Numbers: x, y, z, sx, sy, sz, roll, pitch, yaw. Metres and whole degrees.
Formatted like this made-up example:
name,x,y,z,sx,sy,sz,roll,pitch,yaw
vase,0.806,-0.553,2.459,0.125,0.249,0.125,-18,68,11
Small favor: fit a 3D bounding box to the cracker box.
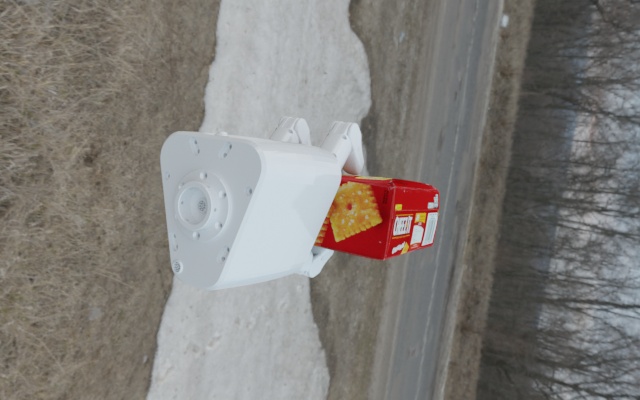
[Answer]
name,x,y,z,sx,sy,sz,roll,pitch,yaw
cracker box,0.000,0.002,0.500,0.213,0.072,0.164,11,5,27
